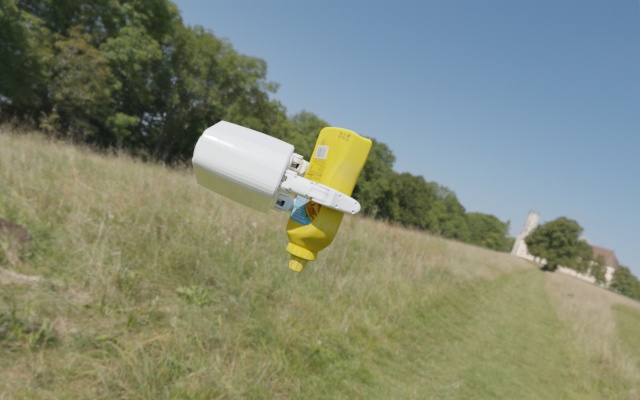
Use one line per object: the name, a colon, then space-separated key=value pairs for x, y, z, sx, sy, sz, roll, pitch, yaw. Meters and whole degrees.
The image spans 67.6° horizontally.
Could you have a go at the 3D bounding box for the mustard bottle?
mustard bottle: x=0.000 y=0.002 z=0.626 sx=0.058 sy=0.191 sz=0.096 roll=22 pitch=-1 yaw=-28
